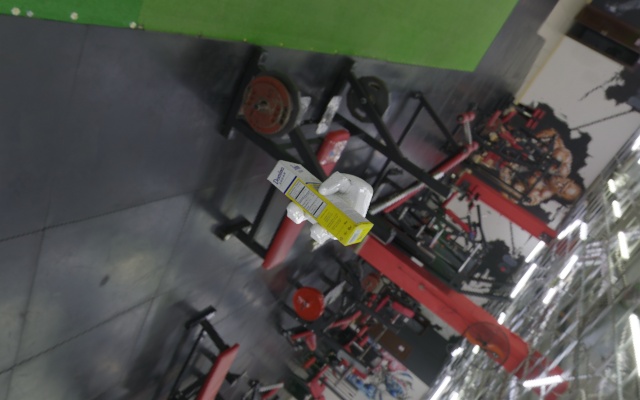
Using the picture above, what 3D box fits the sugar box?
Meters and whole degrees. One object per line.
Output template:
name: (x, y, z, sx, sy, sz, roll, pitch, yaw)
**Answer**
sugar box: (0.000, 0.003, 0.807, 0.176, 0.048, 0.093, 38, 12, 18)
